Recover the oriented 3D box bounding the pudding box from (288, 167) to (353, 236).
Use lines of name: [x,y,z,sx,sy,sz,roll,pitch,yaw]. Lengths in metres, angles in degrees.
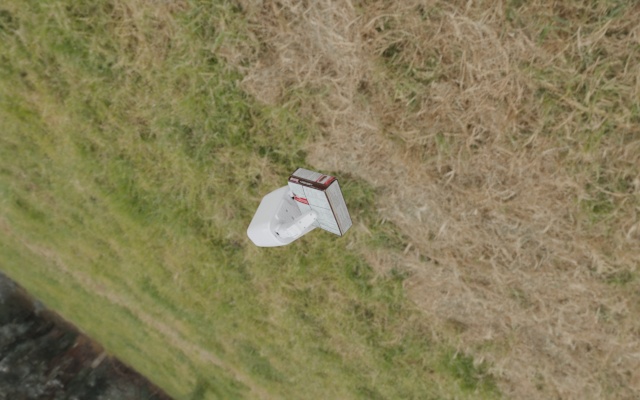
pudding box: [0.000,0.003,0.829,0.090,0.114,0.039,17,54,37]
